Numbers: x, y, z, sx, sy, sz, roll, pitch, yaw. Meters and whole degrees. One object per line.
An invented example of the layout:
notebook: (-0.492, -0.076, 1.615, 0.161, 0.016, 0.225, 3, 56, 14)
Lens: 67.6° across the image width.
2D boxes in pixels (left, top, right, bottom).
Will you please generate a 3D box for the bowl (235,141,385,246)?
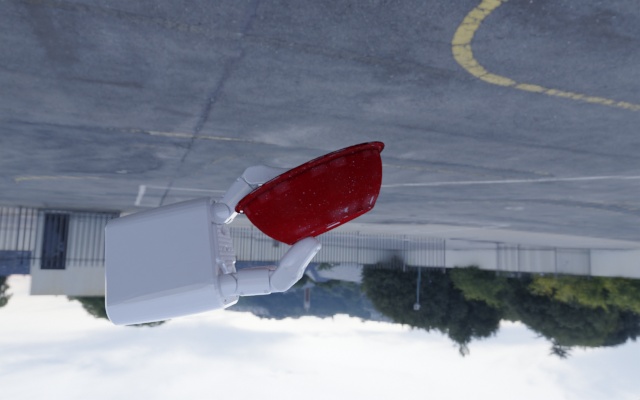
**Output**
bowl: (0.001, 0.001, 0.472, 0.162, 0.055, 0.162, -24, -7, -3)
